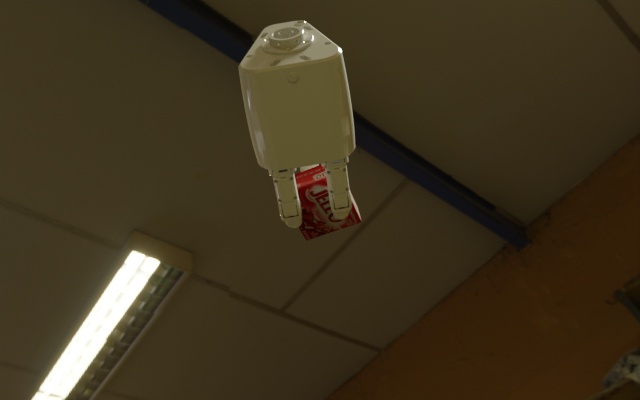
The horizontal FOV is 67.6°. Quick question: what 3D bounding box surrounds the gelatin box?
[{"bbox_3d":[0.000,0.002,0.562,0.073,0.030,0.089,-19,-46,9],"label":"gelatin box"}]
